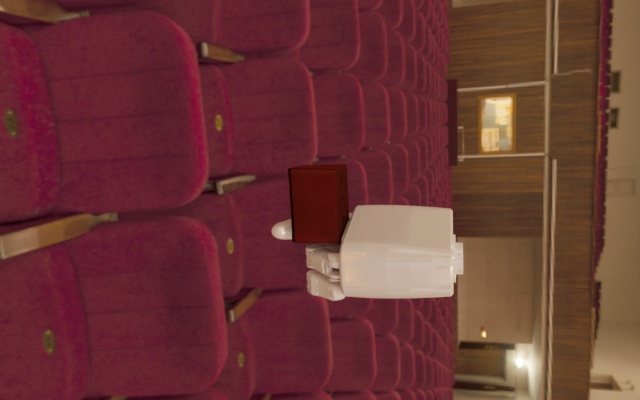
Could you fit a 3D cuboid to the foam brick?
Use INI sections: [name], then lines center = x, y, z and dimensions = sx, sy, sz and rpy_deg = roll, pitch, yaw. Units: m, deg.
[foam brick]
center = 0.000, 0.001, 0.502
dimensions = 0.051, 0.078, 0.053
rpy_deg = -1, 10, 16
